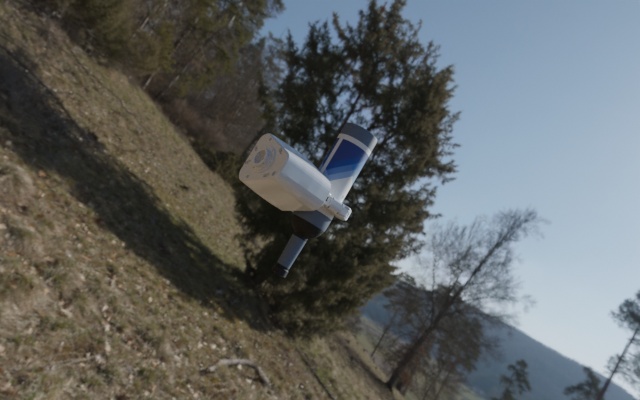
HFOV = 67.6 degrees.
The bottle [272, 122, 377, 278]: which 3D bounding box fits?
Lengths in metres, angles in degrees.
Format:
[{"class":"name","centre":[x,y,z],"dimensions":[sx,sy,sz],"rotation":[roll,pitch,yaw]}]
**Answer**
[{"class":"bottle","centre":[0.000,0.003,0.849],"dimensions":[0.069,0.295,0.069],"rotation":[30,-7,4]}]
